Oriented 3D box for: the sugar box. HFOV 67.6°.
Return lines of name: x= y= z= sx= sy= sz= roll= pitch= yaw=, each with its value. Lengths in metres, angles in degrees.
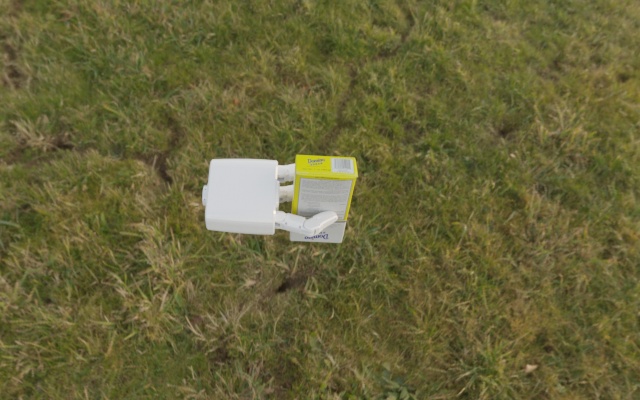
sugar box: x=0.000 y=0.002 z=0.772 sx=0.093 sy=0.048 sz=0.176 roll=3 pitch=-36 yaw=-5
